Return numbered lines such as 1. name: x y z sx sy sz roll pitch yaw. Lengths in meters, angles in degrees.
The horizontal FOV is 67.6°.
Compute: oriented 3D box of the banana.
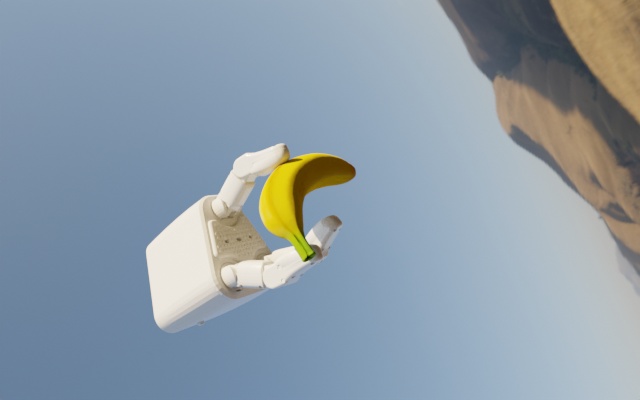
1. banana: -0.013 -0.011 0.457 0.037 0.069 0.197 -38 10 28
